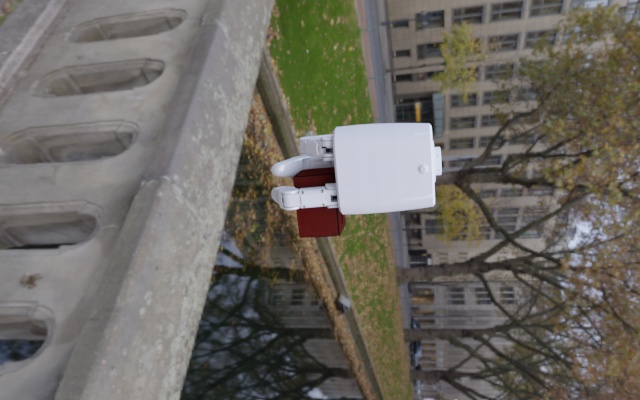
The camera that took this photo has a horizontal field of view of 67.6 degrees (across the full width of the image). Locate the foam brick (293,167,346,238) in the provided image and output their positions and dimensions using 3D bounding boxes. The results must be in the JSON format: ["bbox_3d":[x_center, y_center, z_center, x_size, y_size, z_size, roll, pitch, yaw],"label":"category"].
[{"bbox_3d":[0.000,0.002,0.583,0.051,0.078,0.053,-3,13,11],"label":"foam brick"}]
